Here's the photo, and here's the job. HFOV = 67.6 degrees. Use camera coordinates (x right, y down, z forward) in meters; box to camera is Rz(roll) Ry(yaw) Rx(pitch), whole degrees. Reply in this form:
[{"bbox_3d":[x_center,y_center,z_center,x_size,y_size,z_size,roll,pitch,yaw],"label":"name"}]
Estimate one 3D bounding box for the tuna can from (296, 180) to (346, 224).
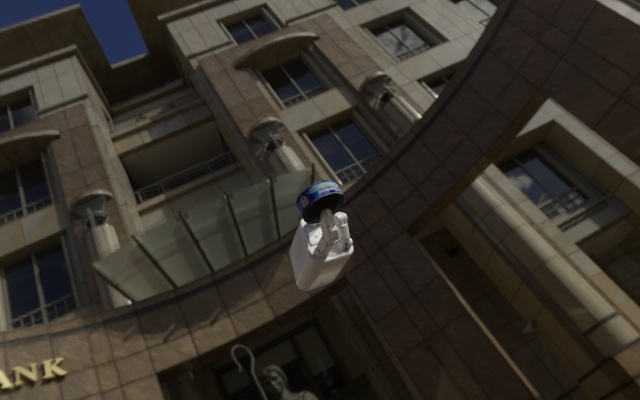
[{"bbox_3d":[0.000,0.002,0.862,0.086,0.033,0.086,-23,-30,-14],"label":"tuna can"}]
